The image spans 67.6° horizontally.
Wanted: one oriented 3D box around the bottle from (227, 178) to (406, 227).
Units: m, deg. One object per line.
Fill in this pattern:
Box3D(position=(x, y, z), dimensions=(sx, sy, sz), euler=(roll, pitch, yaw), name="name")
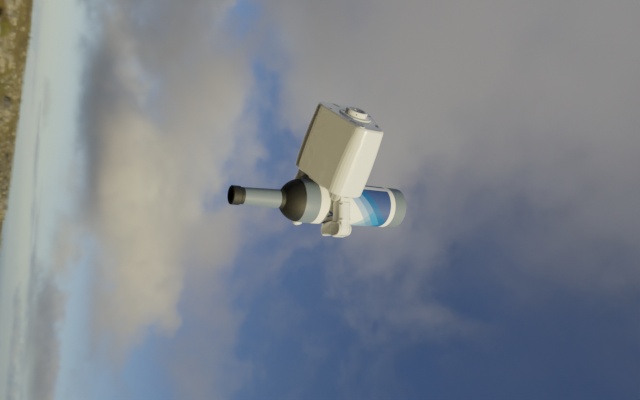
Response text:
Box3D(position=(0.000, 0.003, 0.740), dimensions=(0.296, 0.069, 0.069), euler=(5, -3, -32), name="bottle")
